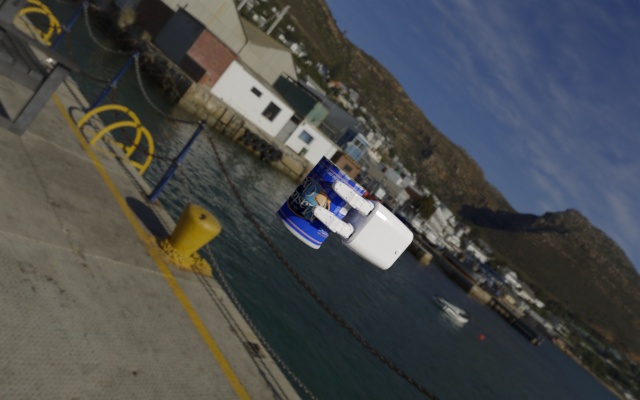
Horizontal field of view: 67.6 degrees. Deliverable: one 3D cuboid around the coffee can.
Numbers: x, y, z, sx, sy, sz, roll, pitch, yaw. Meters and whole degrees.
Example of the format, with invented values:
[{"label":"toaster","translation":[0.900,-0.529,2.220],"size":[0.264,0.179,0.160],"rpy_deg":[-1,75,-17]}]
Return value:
[{"label":"coffee can","translation":[0.000,0.003,0.877],"size":[0.103,0.140,0.103],"rpy_deg":[39,5,-4]}]
